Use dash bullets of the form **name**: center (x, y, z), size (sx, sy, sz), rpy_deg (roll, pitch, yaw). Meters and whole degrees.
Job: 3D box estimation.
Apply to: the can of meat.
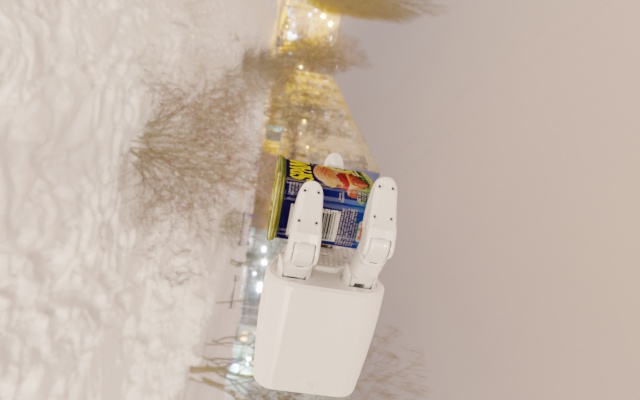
- **can of meat**: center (0.000, 0.001, 0.411), size (0.084, 0.057, 0.102), rpy_deg (9, 16, -7)
